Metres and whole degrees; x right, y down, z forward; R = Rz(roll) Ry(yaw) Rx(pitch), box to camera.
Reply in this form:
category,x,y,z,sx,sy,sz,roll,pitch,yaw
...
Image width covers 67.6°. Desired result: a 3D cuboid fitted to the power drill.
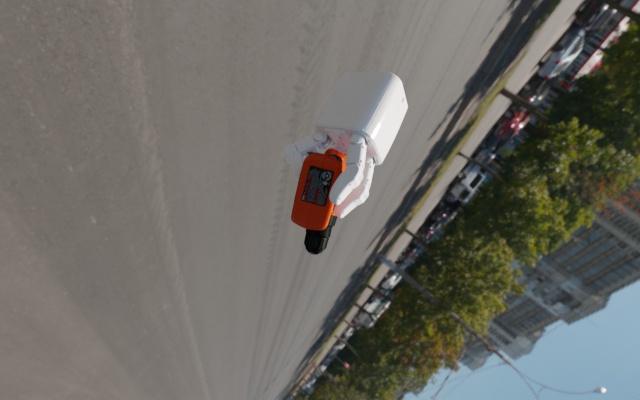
category,x,y,z,sx,sy,sz,roll,pitch,yaw
power drill,0.000,0.002,0.743,0.057,0.184,0.187,13,2,5
